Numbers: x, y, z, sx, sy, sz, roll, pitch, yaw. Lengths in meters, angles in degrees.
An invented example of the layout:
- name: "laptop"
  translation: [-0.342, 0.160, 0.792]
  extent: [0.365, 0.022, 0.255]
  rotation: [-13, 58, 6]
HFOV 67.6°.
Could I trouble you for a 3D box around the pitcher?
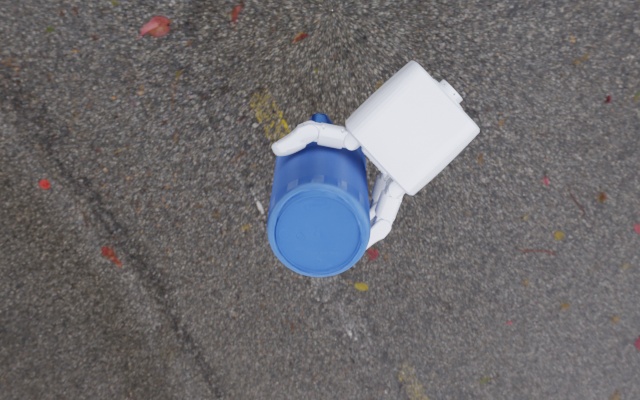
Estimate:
- name: "pitcher"
  translation: [0.000, 0.002, 0.600]
  extent: [0.145, 0.149, 0.242]
  rotation: [-42, 15, 15]
